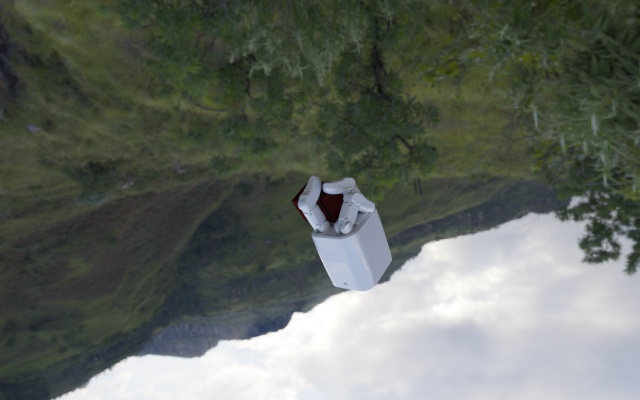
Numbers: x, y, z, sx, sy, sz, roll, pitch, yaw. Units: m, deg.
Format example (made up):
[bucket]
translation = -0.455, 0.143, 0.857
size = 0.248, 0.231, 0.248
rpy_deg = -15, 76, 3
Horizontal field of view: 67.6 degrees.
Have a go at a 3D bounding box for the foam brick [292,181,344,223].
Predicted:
[foam brick]
translation = 0.000, 0.003, 0.820
size = 0.078, 0.051, 0.053
rpy_deg = 0, 42, 50
